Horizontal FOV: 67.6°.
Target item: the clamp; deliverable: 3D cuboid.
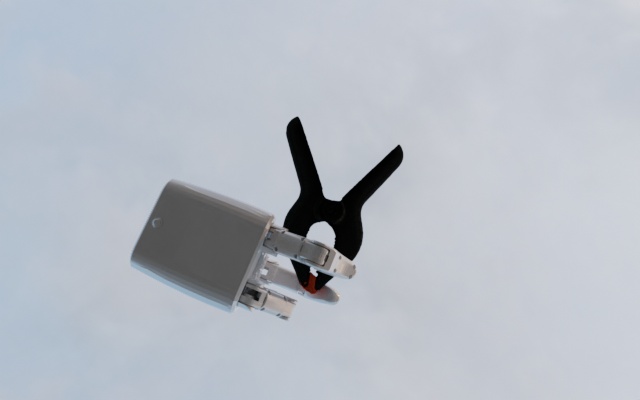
[{"bbox_3d":[0.000,0.002,0.471,0.120,0.171,0.039,22,-11,3],"label":"clamp"}]
